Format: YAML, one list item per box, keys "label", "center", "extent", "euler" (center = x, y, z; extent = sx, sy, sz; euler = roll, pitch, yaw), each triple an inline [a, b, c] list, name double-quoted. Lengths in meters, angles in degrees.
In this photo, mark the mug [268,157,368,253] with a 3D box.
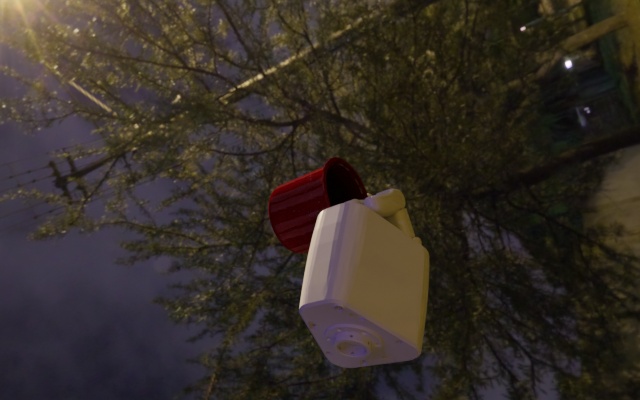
- label: "mug"
  center: [0.000, 0.001, 0.530]
  extent: [0.081, 0.117, 0.093]
  euler: [-20, -54, 30]
